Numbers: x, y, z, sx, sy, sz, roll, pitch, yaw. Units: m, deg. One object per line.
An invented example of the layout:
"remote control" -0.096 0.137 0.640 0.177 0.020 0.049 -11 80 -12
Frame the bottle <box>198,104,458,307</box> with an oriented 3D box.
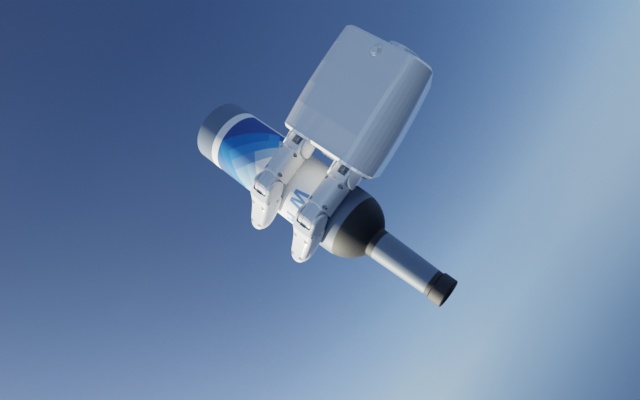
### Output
"bottle" 0.000 0.001 0.465 0.295 0.069 0.069 36 16 24
